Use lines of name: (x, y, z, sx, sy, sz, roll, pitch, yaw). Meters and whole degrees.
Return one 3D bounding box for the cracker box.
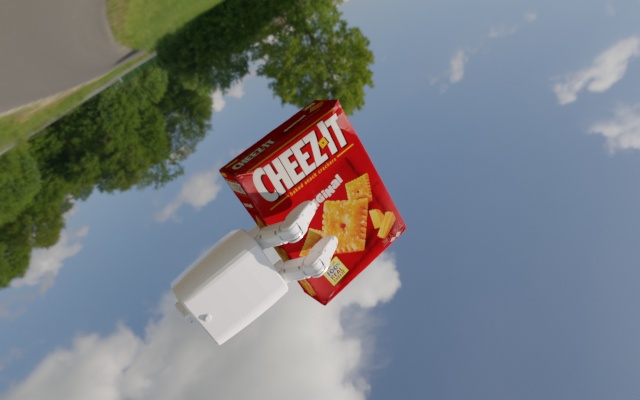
cracker box: (0.000, 0.002, 0.623, 0.164, 0.214, 0.072, -39, 25, -18)
